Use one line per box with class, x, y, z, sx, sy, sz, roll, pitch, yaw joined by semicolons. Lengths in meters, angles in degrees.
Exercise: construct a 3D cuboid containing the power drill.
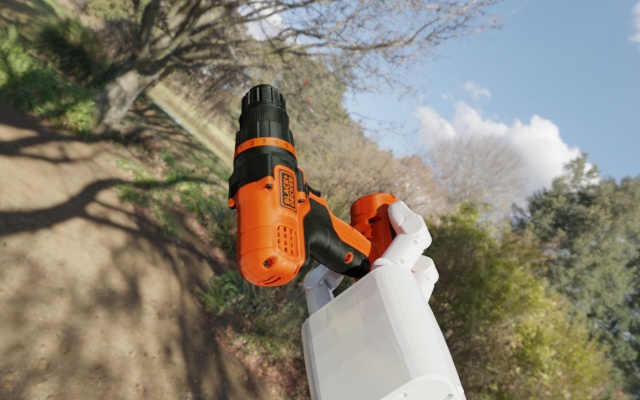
power drill;0.000;0.002;0.433;0.057;0.184;0.188;-27;-37;36
